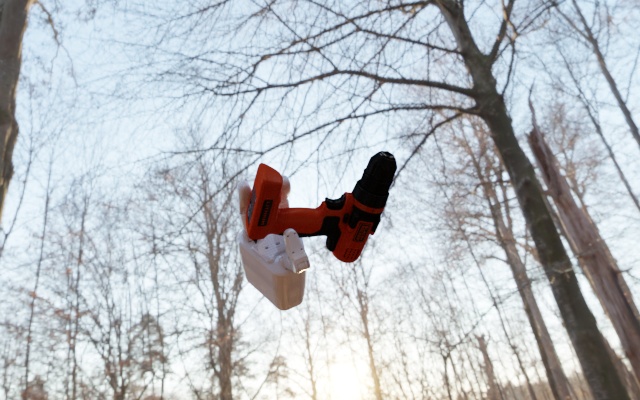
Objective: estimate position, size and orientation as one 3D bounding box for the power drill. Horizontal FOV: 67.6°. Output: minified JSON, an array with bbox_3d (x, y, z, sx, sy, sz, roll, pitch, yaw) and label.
[{"bbox_3d":[0.000,0.002,0.661,0.187,0.184,0.057,10,29,-18],"label":"power drill"}]
